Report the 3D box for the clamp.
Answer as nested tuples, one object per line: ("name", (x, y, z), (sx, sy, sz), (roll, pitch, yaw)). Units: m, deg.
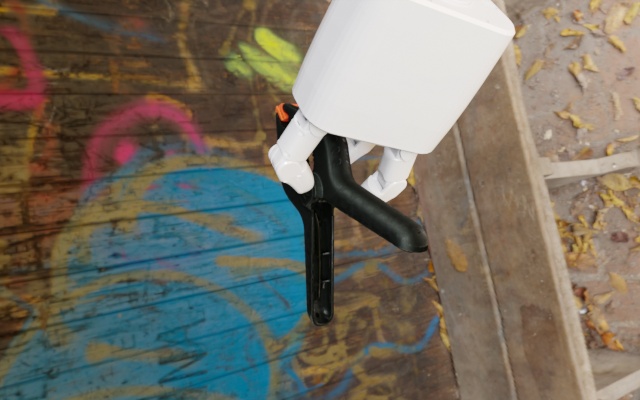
("clamp", (-0.001, 0.001, 0.437), (0.036, 0.210, 0.165), (-3, -37, -35))
